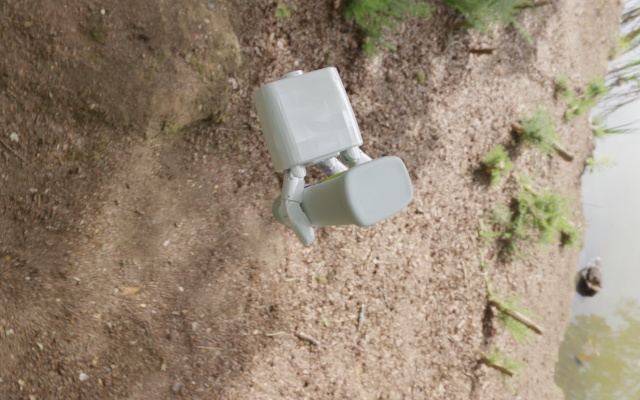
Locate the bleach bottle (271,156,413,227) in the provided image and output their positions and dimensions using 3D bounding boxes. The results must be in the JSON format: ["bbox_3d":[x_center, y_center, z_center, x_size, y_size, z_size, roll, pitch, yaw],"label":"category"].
[{"bbox_3d":[0.000,0.002,0.632,0.102,0.068,0.251,-23,6,-34],"label":"bleach bottle"}]
